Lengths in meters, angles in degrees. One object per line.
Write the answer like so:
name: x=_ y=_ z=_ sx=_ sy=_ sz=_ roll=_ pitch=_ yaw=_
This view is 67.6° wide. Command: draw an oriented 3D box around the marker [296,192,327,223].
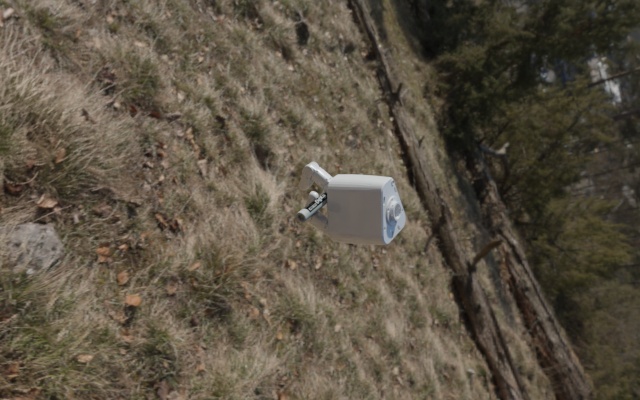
marker: x=0.000 y=0.003 z=0.825 sx=0.020 sy=0.020 sz=0.121 roll=0 pitch=25 yaw=36
